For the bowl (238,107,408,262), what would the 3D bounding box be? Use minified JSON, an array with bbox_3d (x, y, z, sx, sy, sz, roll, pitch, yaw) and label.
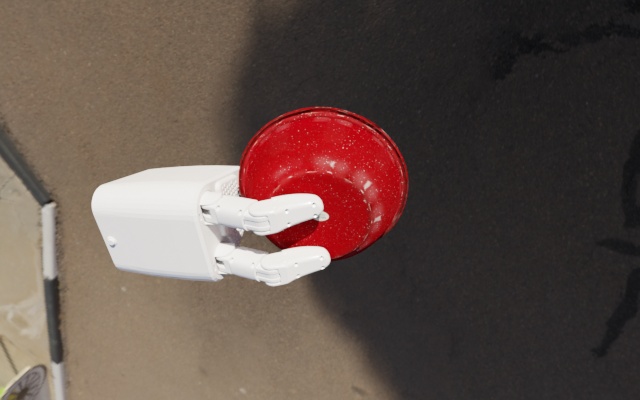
[{"bbox_3d":[0.001,0.001,0.431,0.162,0.162,0.055,0,32,5],"label":"bowl"}]
